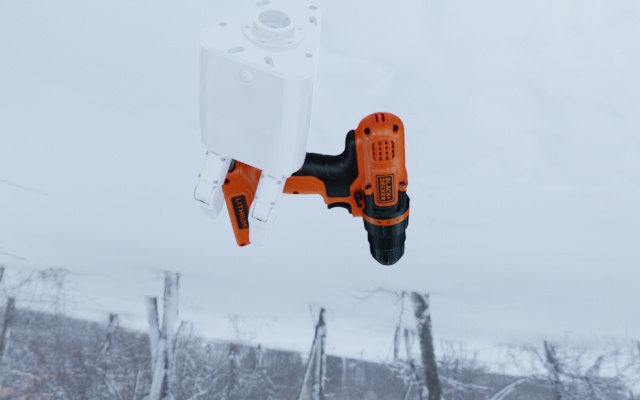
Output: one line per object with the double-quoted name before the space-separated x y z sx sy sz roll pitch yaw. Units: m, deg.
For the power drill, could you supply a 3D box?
"power drill" 0.000 0.002 0.504 0.187 0.185 0.057 -6 34 3
